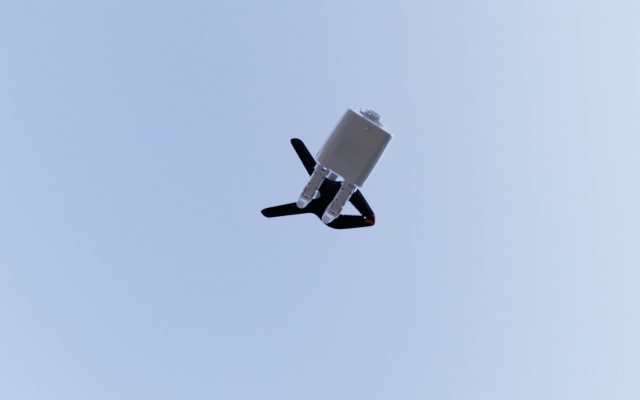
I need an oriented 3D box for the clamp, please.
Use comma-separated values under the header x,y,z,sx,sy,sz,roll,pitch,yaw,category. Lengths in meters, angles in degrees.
x,y,z,sx,sy,sz,roll,pitch,yaw,category
0.001,0.003,0.882,0.210,0.165,0.036,31,23,-4,clamp
